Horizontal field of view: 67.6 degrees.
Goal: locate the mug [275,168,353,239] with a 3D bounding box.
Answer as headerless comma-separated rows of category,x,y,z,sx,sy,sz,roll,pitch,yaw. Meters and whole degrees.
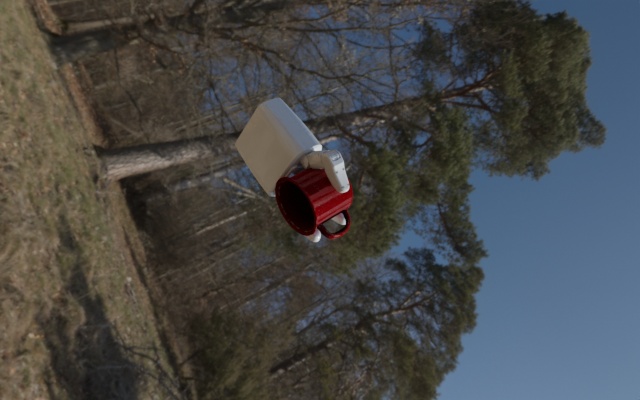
mug,0.001,0.003,0.700,0.081,0.117,0.093,-29,-16,-32
